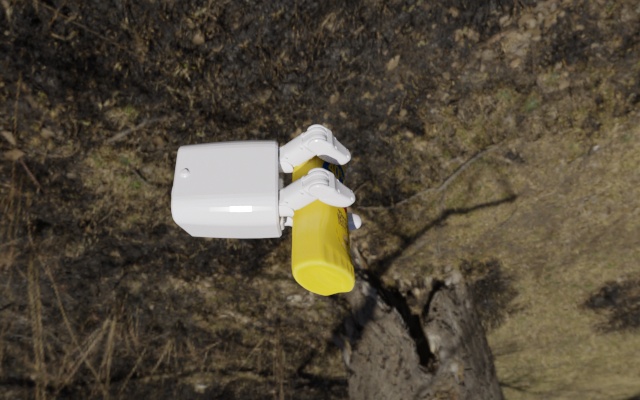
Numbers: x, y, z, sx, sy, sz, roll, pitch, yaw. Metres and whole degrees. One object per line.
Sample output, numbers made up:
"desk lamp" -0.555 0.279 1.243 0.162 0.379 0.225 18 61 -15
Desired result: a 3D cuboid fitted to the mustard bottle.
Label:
"mustard bottle" 0.000 0.002 0.537 0.058 0.191 0.096 -14 -32 18
